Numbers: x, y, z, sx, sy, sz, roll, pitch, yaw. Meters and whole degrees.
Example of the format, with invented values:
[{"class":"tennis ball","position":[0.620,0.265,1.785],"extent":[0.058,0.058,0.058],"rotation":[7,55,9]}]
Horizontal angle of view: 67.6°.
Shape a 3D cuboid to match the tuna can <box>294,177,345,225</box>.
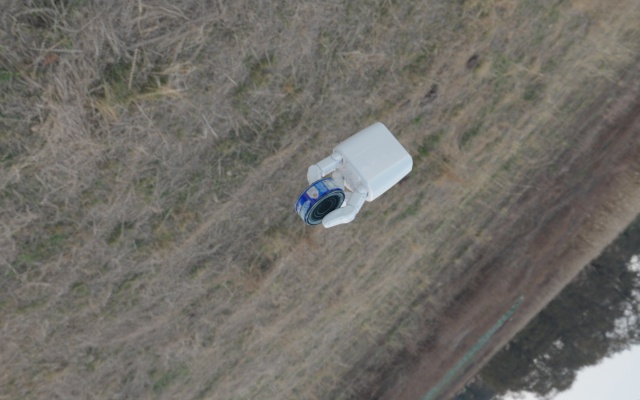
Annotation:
[{"class":"tuna can","position":[0.000,0.003,0.815],"extent":[0.086,0.086,0.033],"rotation":[0,43,-53]}]
